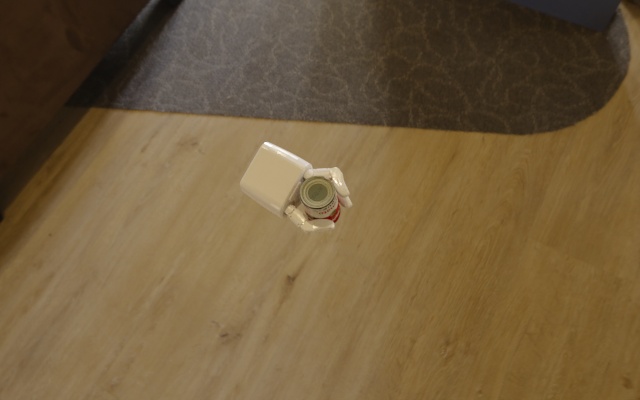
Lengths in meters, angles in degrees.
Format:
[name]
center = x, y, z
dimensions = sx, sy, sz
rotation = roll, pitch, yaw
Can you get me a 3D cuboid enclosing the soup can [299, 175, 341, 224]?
[soup can]
center = 0.000, 0.003, 0.899
dimensions = 0.068, 0.068, 0.102
rotation = 0, -22, 7
